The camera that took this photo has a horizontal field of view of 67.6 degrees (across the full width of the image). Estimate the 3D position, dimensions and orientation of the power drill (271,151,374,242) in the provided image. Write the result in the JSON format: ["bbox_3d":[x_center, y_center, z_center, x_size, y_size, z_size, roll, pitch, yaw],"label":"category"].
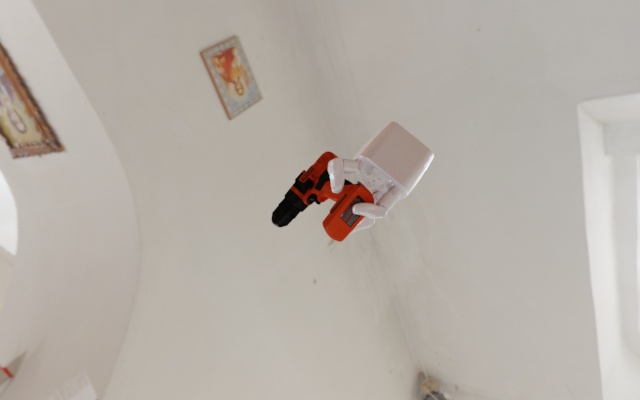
[{"bbox_3d":[0.001,0.003,0.891,0.057,0.184,0.187,41,-2,-37],"label":"power drill"}]
